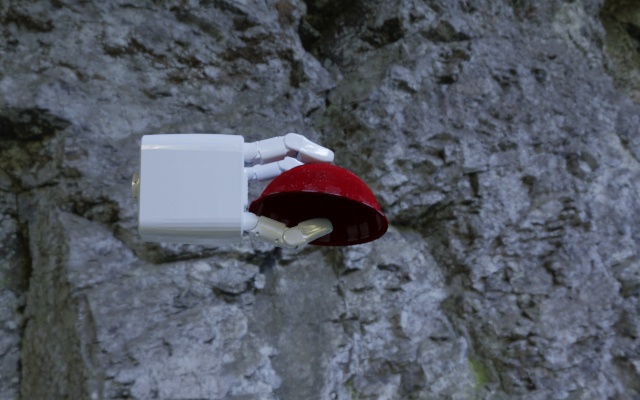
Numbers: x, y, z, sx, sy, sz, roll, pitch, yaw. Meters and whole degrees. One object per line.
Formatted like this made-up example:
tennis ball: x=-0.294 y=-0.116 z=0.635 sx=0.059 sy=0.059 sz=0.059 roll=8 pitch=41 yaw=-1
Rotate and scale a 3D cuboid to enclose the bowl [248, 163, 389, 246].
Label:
bowl: x=0.001 y=0.002 z=0.559 sx=0.162 sy=0.055 sz=0.162 roll=6 pitch=-24 yaw=3
